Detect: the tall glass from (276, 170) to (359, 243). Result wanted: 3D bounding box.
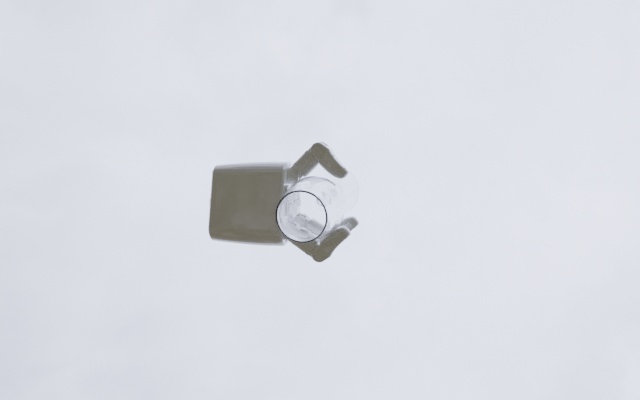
[{"bbox_3d":[0.000,0.002,0.638,0.079,0.079,0.201,0,10,13],"label":"tall glass"}]
